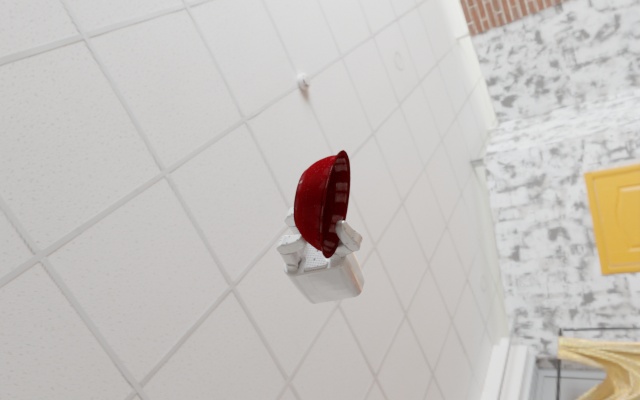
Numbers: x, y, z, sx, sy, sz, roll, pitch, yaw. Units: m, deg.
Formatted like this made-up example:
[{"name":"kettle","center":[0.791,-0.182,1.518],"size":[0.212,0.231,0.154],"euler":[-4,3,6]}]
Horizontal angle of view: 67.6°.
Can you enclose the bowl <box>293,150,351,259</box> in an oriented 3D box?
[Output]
[{"name":"bowl","center":[0.000,0.001,0.710],"size":[0.055,0.162,0.162],"euler":[9,2,14]}]
